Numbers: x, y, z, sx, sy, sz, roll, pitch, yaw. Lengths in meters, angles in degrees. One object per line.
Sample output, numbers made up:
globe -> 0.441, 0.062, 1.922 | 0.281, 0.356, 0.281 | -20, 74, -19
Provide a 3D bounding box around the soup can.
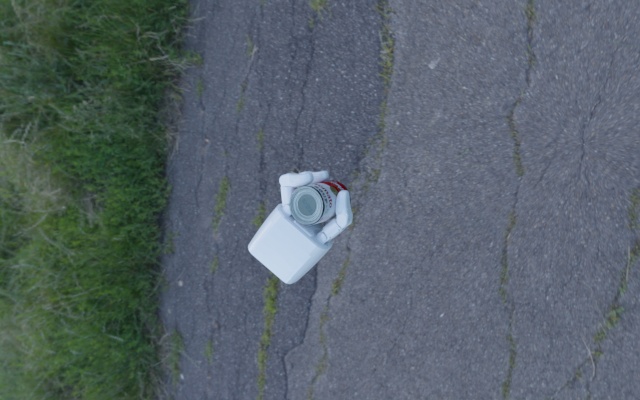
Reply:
soup can -> 0.000, 0.002, 0.819 | 0.068, 0.068, 0.102 | 0, 6, 29
